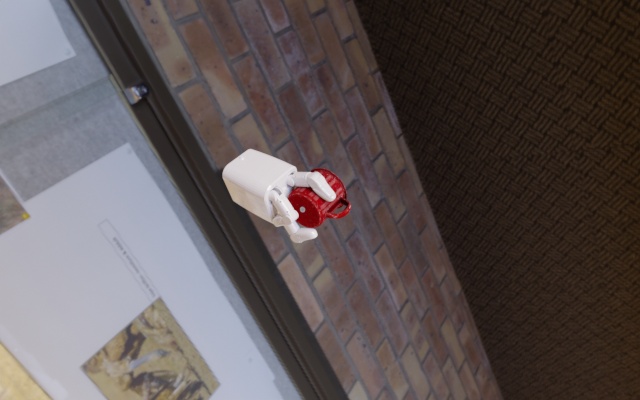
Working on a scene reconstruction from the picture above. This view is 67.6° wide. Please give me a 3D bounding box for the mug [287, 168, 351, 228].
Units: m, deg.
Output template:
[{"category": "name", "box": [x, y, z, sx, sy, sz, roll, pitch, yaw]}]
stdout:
[{"category": "mug", "box": [0.001, 0.004, 0.897, 0.117, 0.093, 0.081, 24, 46, 23]}]
